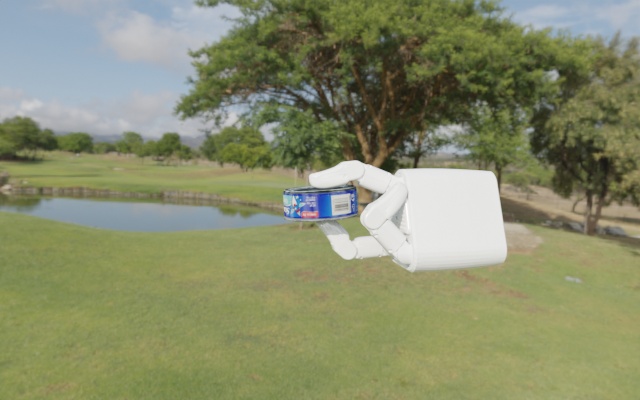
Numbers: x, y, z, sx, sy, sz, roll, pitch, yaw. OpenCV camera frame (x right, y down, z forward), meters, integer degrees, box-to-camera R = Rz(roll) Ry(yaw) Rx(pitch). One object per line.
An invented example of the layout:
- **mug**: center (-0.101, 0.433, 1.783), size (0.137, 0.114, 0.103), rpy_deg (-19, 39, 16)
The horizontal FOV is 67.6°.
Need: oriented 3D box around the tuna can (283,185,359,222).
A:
- **tuna can**: center (0.000, 0.001, 0.547), size (0.086, 0.034, 0.086), rpy_deg (-3, 6, 0)
